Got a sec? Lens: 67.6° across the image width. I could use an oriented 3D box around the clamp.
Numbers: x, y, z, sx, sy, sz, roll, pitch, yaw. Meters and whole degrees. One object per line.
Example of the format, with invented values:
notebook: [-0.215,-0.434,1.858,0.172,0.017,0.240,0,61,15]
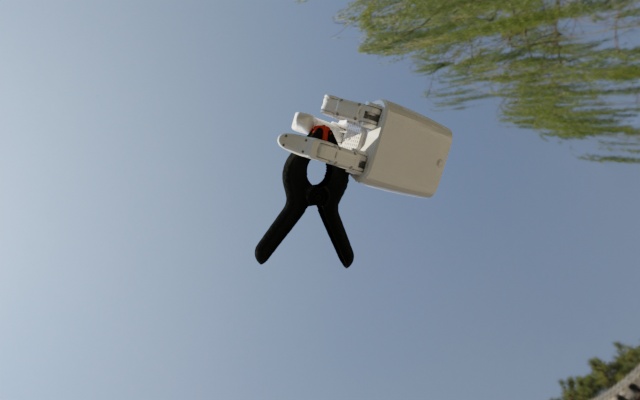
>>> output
clamp: [0.000,0.002,0.557,0.120,0.171,0.039,14,5,-27]
